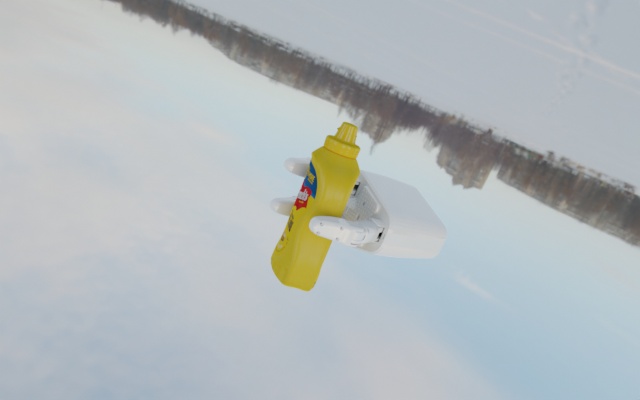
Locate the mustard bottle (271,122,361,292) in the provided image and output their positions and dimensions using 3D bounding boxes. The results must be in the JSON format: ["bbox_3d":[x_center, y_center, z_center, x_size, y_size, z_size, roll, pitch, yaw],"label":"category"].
[{"bbox_3d":[0.000,0.002,0.552,0.058,0.192,0.096,19,16,-13],"label":"mustard bottle"}]
